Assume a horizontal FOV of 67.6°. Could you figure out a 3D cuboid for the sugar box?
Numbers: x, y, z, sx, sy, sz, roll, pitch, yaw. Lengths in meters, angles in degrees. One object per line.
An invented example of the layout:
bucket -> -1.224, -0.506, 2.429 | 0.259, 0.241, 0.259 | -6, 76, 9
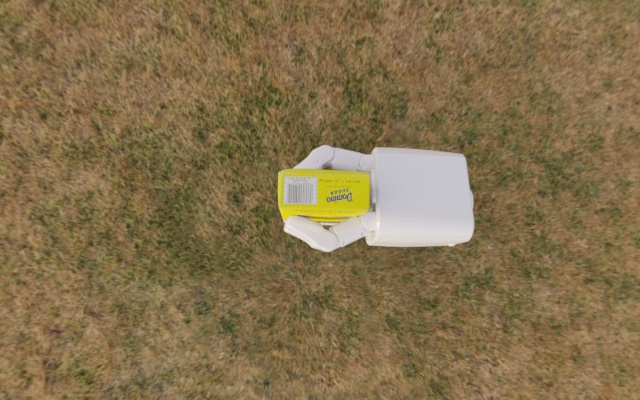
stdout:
sugar box -> 0.000, 0.002, 0.558 | 0.093, 0.048, 0.176 | 2, -10, -2
